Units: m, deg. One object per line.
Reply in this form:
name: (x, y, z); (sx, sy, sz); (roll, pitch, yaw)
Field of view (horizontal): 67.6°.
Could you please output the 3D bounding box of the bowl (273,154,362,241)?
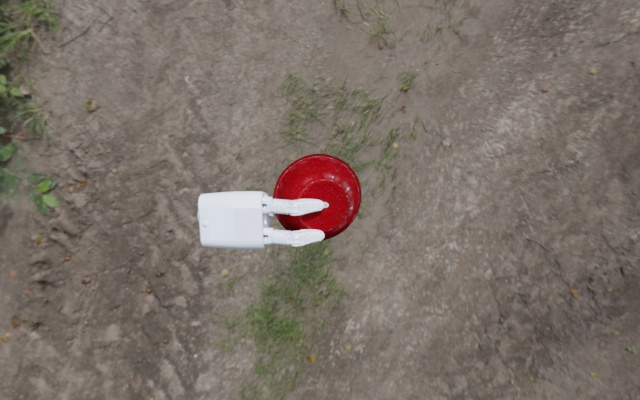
bowl: (0.001, 0.002, 0.829); (0.162, 0.162, 0.055); (0, 15, -11)
